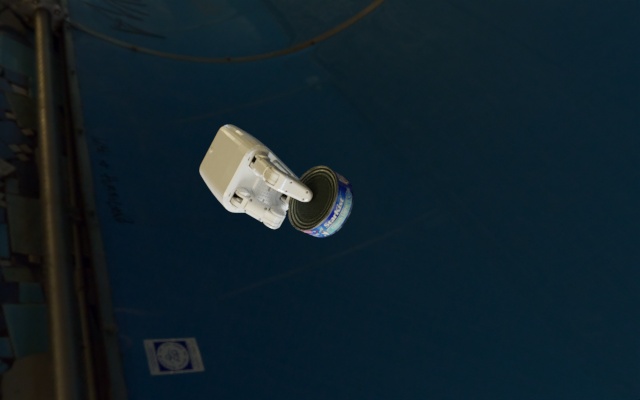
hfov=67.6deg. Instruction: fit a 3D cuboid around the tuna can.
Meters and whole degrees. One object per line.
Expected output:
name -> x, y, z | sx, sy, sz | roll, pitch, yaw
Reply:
tuna can -> 0.001, 0.002, 0.598 | 0.034, 0.086, 0.086 | 26, -17, -39
